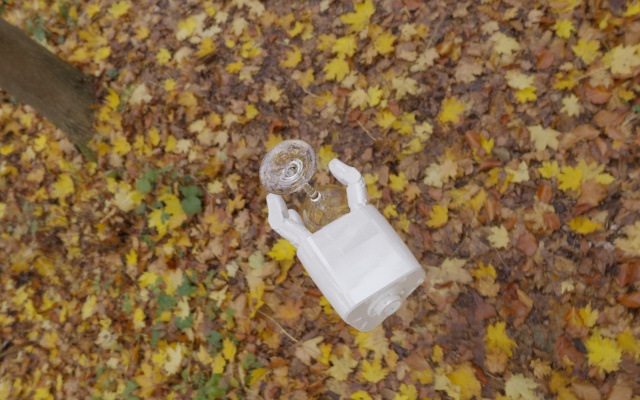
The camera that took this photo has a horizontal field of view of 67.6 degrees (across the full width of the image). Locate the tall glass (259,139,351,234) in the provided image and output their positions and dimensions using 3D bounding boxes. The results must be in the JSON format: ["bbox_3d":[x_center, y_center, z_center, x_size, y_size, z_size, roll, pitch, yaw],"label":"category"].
[{"bbox_3d":[0.000,0.002,0.637,0.079,0.079,0.201,0,-25,26],"label":"tall glass"}]
